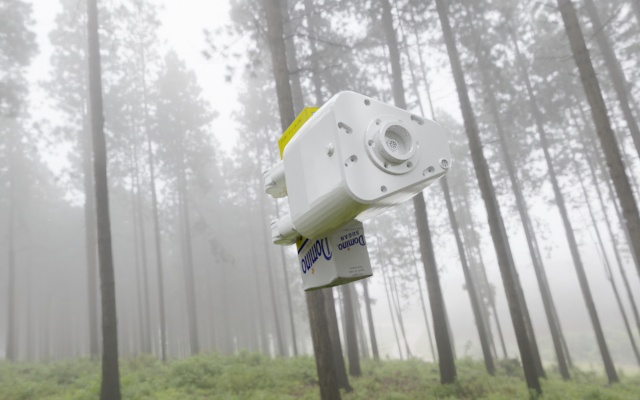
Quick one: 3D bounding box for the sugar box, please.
[{"bbox_3d":[0.000,0.002,0.502,0.048,0.176,0.093,-2,-16,-24],"label":"sugar box"}]
